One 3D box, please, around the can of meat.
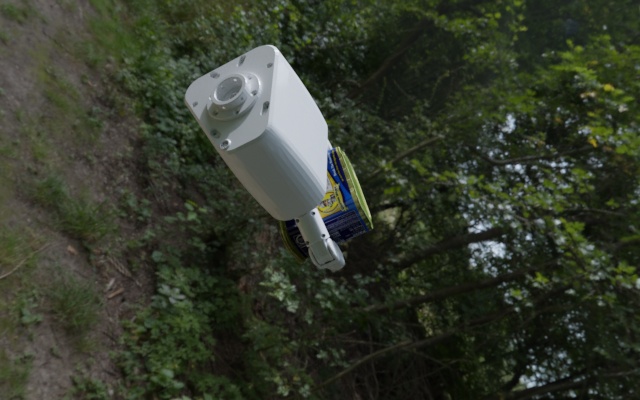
[{"bbox_3d":[0.000,0.002,0.495,0.084,0.102,0.057,-24,-39,10],"label":"can of meat"}]
